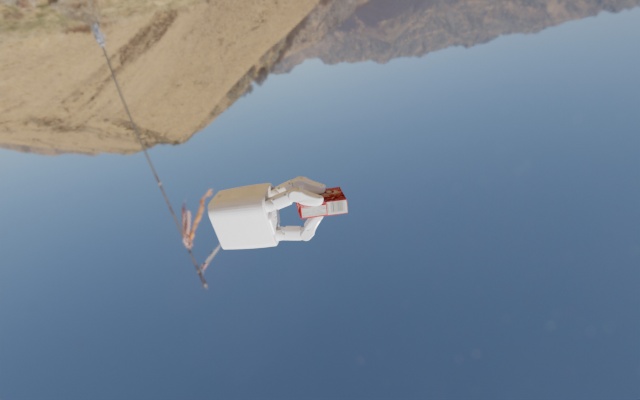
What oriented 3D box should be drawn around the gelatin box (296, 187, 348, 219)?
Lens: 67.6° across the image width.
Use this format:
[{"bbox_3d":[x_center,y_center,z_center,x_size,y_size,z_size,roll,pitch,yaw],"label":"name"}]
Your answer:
[{"bbox_3d":[0.001,0.003,0.880,0.089,0.030,0.073,-7,20,-6],"label":"gelatin box"}]
